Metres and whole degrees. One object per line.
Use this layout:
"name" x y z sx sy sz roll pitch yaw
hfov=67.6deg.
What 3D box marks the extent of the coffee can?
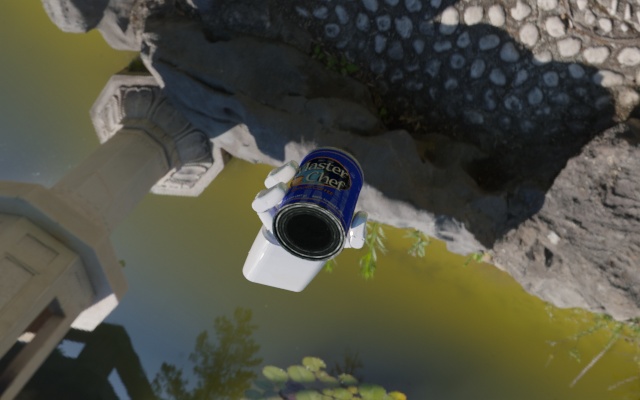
"coffee can" 0.000 0.002 0.682 0.103 0.103 0.140 0 37 17
